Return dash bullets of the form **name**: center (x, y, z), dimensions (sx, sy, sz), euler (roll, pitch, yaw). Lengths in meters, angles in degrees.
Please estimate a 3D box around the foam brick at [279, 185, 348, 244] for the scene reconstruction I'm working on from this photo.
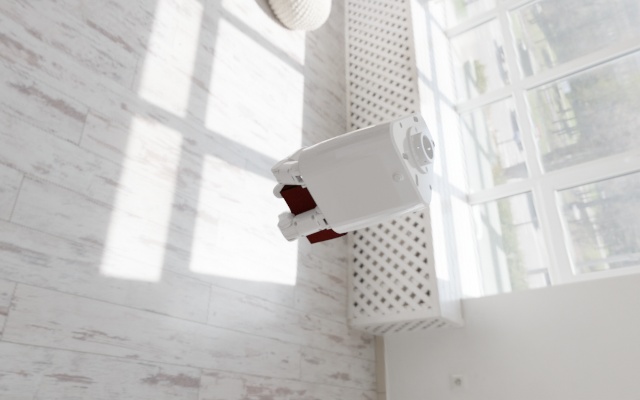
- **foam brick**: center (0.000, 0.002, 0.550), dimensions (0.051, 0.078, 0.053), euler (-17, 24, 31)
